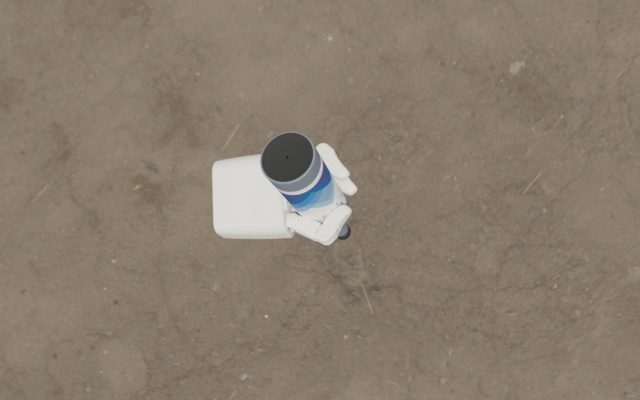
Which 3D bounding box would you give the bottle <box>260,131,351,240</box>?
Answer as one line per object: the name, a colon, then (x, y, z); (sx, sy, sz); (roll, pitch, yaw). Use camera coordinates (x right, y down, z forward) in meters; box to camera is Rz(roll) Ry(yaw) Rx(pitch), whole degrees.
bottle: (0.000, 0.002, 0.672); (0.069, 0.069, 0.296); (0, -20, 16)
